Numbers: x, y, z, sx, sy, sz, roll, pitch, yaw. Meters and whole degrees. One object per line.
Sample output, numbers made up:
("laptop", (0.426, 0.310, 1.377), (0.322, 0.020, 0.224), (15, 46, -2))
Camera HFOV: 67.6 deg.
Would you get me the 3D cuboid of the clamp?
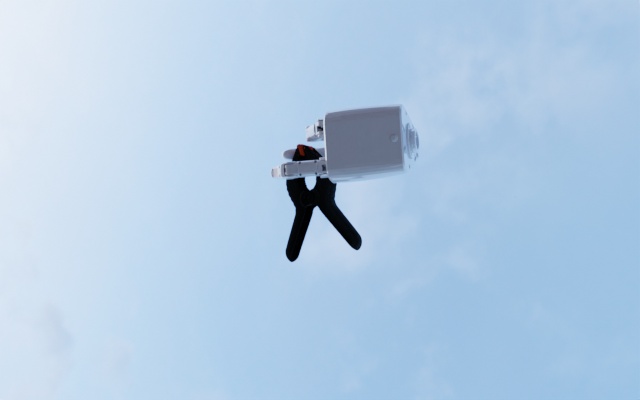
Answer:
("clamp", (0.000, 0.002, 0.684), (0.120, 0.171, 0.039), (-4, -1, 22))
